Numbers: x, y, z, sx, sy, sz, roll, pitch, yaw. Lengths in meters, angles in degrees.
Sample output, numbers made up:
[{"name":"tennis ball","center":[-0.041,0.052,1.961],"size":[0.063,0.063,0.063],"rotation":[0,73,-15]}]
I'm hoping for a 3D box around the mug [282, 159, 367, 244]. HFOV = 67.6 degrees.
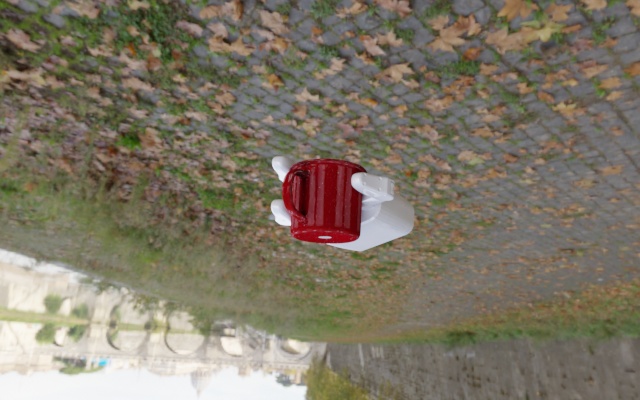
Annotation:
[{"name":"mug","center":[-0.001,0.002,0.550],"size":[0.093,0.081,0.117],"rotation":[-9,-19,37]}]
